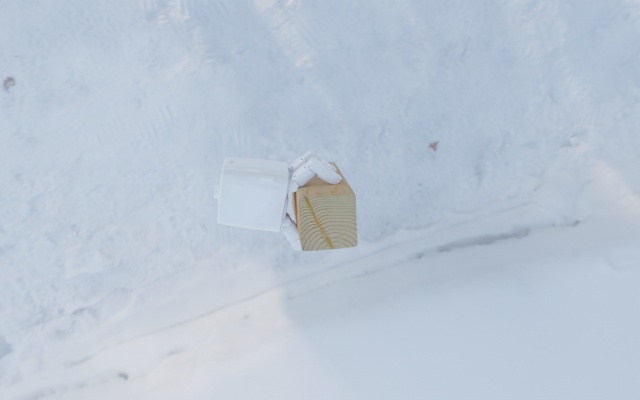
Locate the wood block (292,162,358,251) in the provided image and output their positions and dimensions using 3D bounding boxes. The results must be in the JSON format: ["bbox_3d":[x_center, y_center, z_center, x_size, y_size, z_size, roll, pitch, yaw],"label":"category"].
[{"bbox_3d":[0.000,0.003,0.826,0.090,0.091,0.206,-5,19,-6],"label":"wood block"}]
